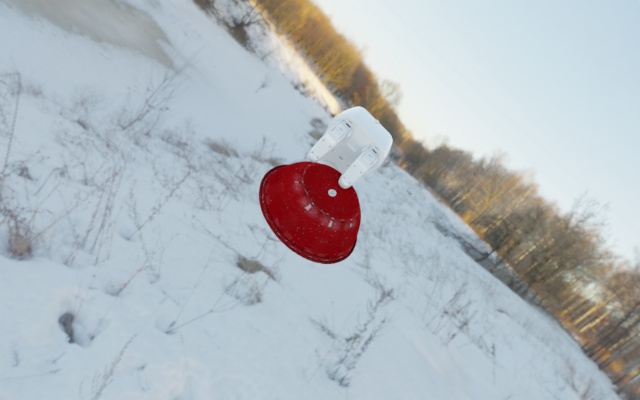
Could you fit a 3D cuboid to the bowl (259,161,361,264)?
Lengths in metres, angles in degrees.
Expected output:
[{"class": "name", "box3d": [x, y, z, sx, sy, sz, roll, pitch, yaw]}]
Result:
[{"class": "bowl", "box3d": [0.000, 0.003, 0.641, 0.162, 0.162, 0.055, 0, -33, -42]}]
